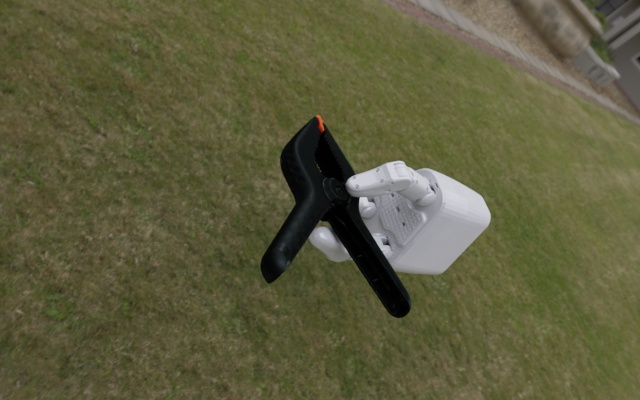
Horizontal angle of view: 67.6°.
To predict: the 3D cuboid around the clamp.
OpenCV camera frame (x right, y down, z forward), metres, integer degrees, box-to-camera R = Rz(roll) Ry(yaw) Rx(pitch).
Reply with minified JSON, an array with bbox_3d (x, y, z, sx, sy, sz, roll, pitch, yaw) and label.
[{"bbox_3d":[0.001,0.001,0.434,0.036,0.209,0.164,-36,-36,31],"label":"clamp"}]
